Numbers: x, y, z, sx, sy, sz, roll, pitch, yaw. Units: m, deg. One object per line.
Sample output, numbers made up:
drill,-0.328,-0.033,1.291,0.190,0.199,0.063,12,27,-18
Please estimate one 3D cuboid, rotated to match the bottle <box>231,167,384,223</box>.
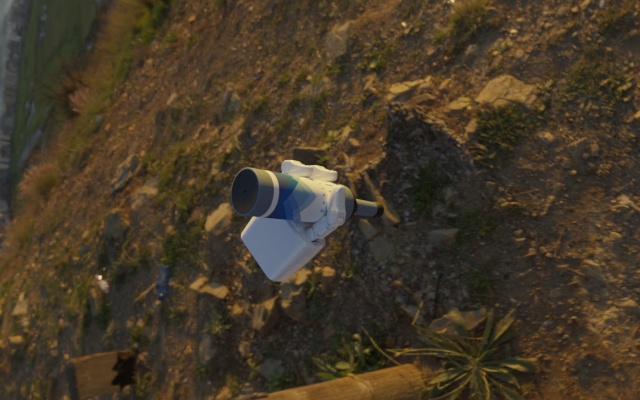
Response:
bottle,0.000,0.002,0.753,0.069,0.069,0.296,0,-6,45
